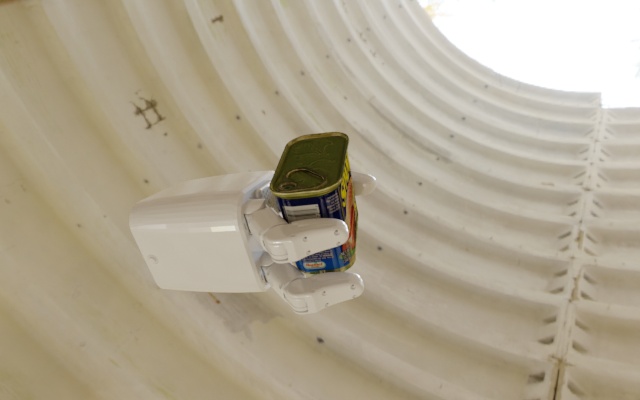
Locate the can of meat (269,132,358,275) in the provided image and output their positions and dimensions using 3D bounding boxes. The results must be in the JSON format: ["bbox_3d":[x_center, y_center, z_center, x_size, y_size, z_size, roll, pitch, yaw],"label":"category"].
[{"bbox_3d":[0.000,0.002,0.409,0.057,0.084,0.102,-5,31,11],"label":"can of meat"}]
